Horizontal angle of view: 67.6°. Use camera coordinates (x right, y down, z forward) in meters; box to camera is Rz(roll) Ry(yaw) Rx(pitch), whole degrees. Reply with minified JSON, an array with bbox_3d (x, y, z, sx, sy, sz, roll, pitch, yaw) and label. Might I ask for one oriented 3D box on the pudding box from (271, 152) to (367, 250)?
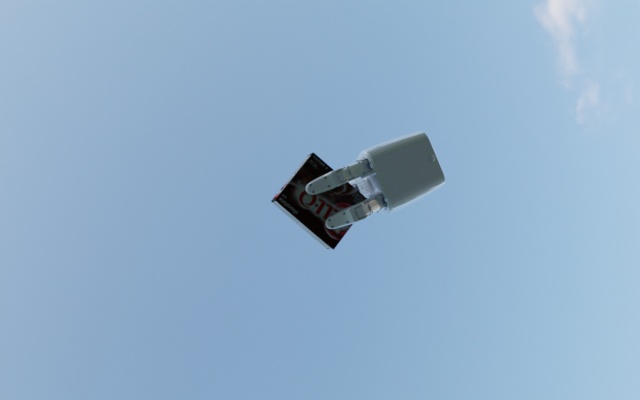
[{"bbox_3d":[0.000,0.002,0.685,0.113,0.090,0.039,40,-15,-8],"label":"pudding box"}]
